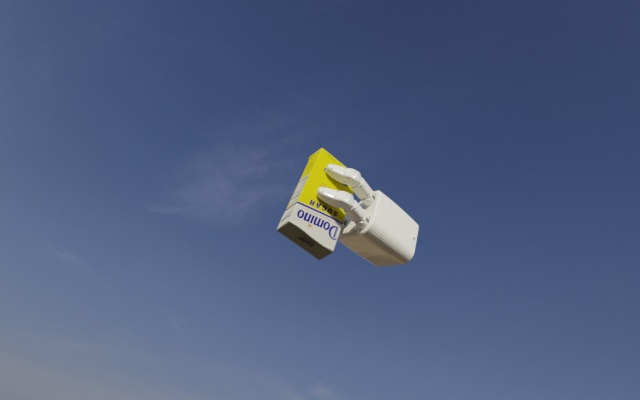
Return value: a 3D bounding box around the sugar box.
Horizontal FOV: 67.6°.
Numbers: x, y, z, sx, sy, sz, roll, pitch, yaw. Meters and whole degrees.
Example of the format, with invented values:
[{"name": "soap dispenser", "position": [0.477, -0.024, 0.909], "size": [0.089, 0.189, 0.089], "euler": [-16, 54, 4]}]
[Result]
[{"name": "sugar box", "position": [0.001, 0.002, 0.809], "size": [0.093, 0.176, 0.048], "euler": [36, -44, -18]}]
